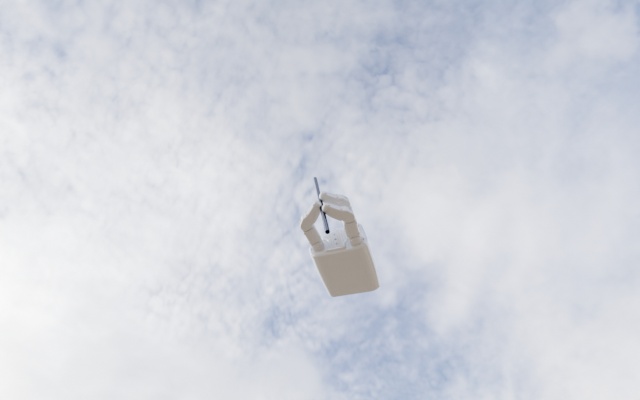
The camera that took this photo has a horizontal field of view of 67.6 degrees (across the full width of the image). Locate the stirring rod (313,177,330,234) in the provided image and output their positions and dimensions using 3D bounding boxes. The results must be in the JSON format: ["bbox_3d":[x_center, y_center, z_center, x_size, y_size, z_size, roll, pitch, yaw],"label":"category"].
[{"bbox_3d":[0.000,0.003,0.882,0.011,0.011,0.239,0,24,-6],"label":"stirring rod"}]
